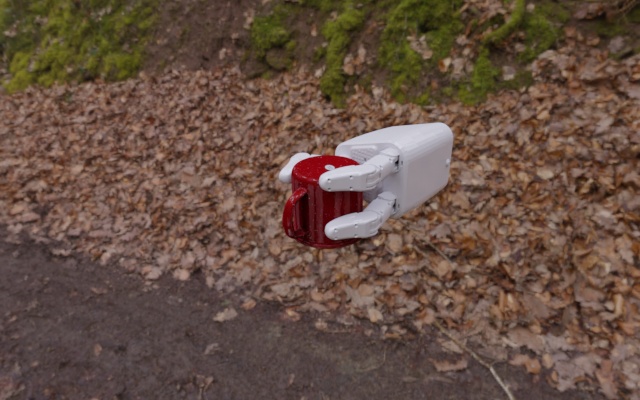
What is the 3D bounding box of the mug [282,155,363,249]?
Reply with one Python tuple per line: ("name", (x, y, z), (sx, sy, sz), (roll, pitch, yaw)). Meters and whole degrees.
("mug", (-0.001, 0.002, 0.546), (0.093, 0.081, 0.117), (22, 35, 39))
